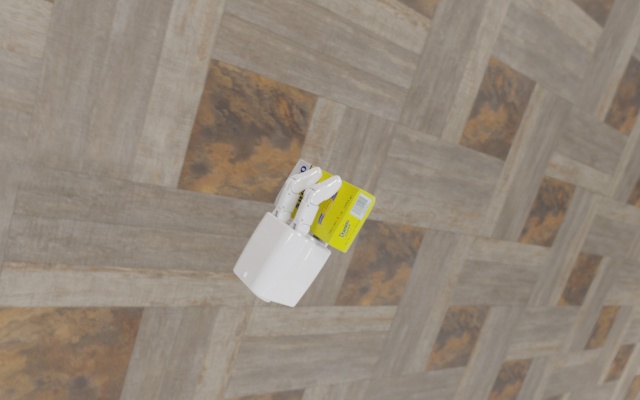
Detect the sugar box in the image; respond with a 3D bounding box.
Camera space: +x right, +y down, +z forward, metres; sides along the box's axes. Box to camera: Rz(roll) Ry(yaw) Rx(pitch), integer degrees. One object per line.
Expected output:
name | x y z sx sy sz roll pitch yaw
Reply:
sugar box | 0.000 0.002 0.746 0.048 0.093 0.176 31 -1 -40
